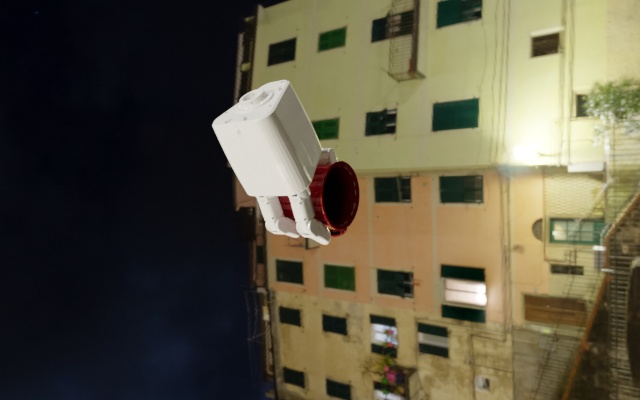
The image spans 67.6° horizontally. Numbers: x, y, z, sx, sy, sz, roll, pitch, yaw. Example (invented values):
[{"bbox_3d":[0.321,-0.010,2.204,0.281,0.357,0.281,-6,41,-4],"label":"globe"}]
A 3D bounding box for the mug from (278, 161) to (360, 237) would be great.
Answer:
[{"bbox_3d":[0.000,0.003,0.669,0.081,0.117,0.093,2,39,36],"label":"mug"}]
